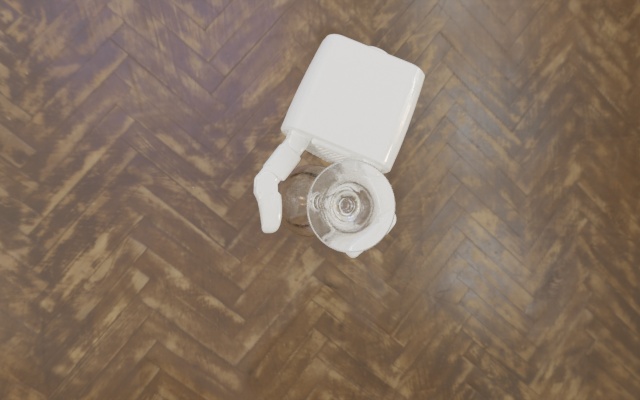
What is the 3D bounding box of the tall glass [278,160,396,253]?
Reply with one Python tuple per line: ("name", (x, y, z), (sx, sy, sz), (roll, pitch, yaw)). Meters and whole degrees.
("tall glass", (0.000, 0.002, 0.474), (0.079, 0.079, 0.201), (0, 1, -15))
